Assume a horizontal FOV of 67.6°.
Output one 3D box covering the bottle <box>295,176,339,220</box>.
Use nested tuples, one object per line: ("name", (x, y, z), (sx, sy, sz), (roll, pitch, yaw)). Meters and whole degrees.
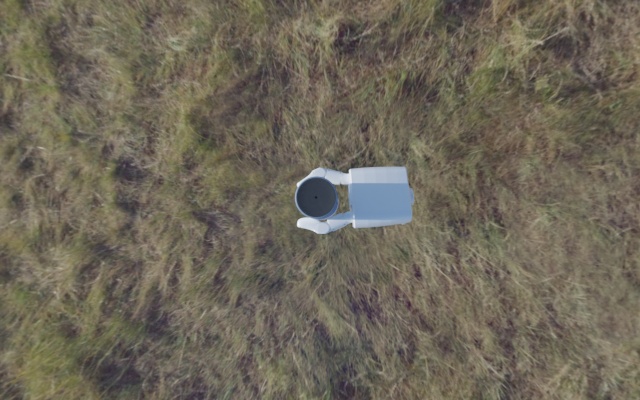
("bottle", (0.000, 0.003, 0.887), (0.069, 0.069, 0.296), (0, -3, 3))
